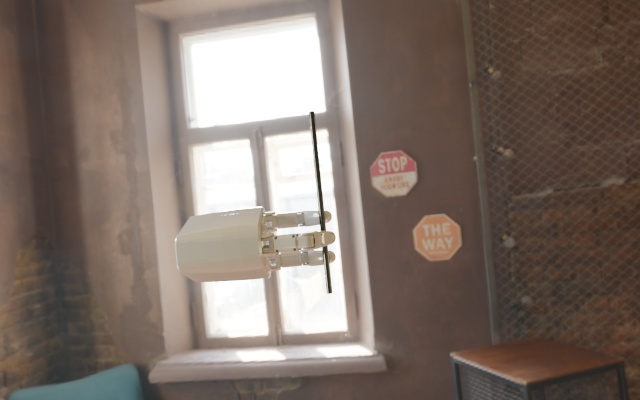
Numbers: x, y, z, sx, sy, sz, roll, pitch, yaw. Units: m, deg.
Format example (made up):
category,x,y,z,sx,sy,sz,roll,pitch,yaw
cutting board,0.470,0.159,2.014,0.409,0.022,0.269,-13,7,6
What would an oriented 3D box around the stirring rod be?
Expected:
category,x,y,z,sx,sy,sz,roll,pitch,yaw
stirring rod,0.000,0.002,0.628,0.011,0.239,0.011,-6,-1,0
